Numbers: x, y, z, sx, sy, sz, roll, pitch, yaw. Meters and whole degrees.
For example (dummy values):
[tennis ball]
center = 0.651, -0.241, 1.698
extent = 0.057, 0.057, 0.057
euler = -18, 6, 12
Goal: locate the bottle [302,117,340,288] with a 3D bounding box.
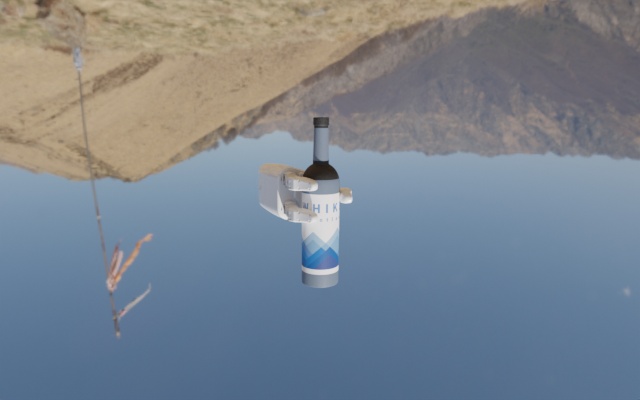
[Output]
[bottle]
center = 0.000, 0.003, 0.843
extent = 0.069, 0.296, 0.069
euler = 0, 11, 0
